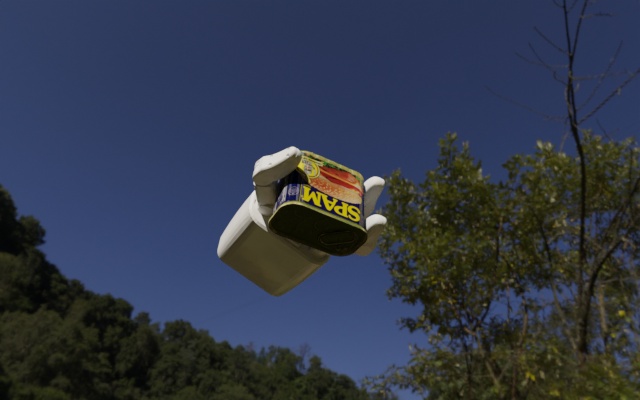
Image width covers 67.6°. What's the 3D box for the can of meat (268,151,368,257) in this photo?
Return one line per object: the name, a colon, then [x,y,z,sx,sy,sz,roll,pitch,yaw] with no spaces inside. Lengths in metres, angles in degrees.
can of meat: [0.000,0.001,0.520,0.102,0.083,0.057,22,-44,-19]
